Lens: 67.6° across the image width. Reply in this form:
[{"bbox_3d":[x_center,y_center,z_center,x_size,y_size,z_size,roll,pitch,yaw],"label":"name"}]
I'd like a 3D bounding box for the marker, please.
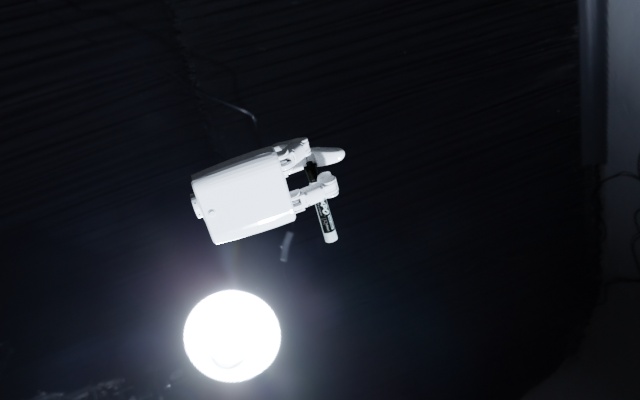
[{"bbox_3d":[0.000,0.002,0.669,0.020,0.121,0.020,-14,20,5],"label":"marker"}]
